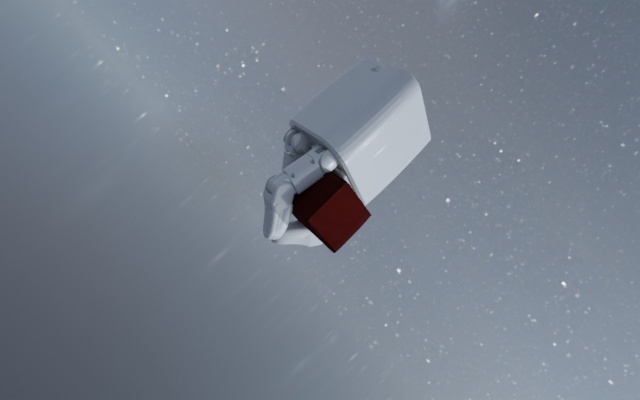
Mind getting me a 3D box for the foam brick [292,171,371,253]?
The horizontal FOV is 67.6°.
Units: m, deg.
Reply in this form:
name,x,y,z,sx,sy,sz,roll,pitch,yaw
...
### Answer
name,x,y,z,sx,sy,sz,roll,pitch,yaw
foam brick,0.000,0.002,0.457,0.078,0.051,0.053,39,-11,51
